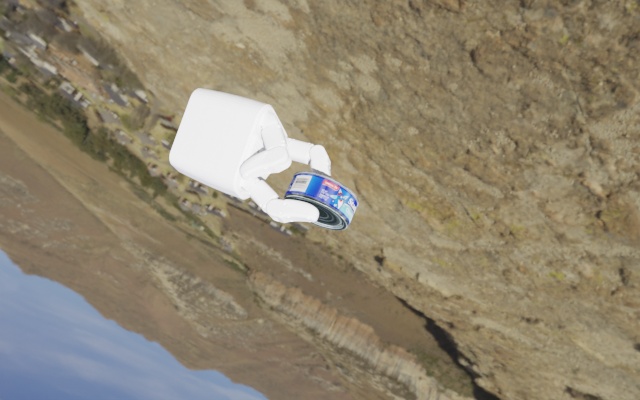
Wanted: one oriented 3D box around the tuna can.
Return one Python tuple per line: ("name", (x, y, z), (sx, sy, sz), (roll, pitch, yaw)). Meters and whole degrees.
("tuna can", (0.000, 0.002, 0.571), (0.086, 0.033, 0.086), (22, -20, 8))
